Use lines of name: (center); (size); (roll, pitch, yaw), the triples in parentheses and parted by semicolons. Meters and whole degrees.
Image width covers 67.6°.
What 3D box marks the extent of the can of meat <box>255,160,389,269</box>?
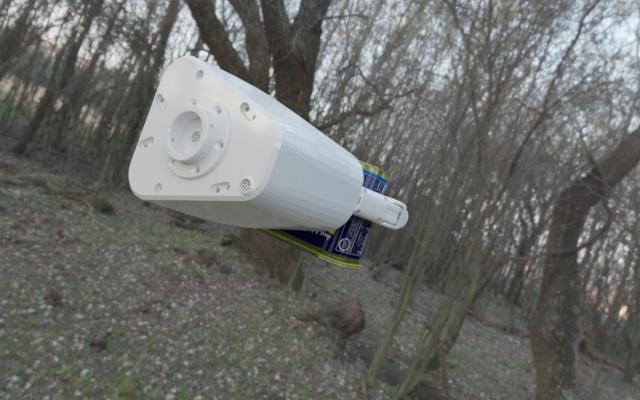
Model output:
can of meat: (0.000, 0.001, 0.415); (0.102, 0.084, 0.057); (20, 0, 33)
